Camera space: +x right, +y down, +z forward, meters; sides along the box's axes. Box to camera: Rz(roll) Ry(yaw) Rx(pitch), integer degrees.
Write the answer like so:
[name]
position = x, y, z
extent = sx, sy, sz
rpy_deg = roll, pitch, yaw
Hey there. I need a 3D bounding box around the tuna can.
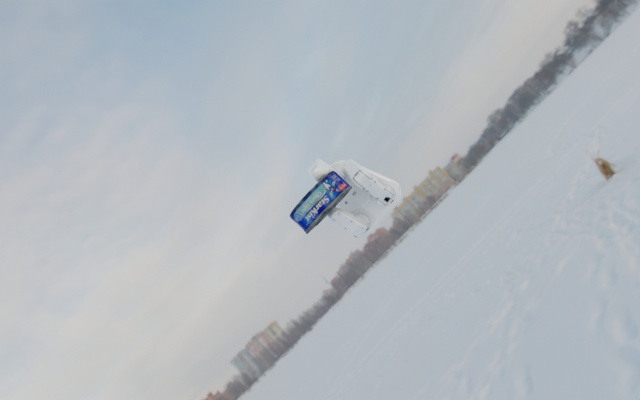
[tuna can]
position = 0.000, 0.002, 0.622
extent = 0.034, 0.086, 0.086
rpy_deg = 44, 4, 4
